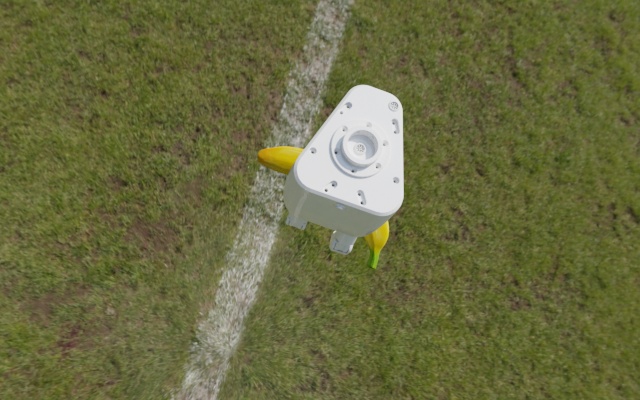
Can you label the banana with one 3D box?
[{"bbox_3d":[0.015,-0.009,0.568,0.198,0.069,0.037,44,-7,2],"label":"banana"}]
